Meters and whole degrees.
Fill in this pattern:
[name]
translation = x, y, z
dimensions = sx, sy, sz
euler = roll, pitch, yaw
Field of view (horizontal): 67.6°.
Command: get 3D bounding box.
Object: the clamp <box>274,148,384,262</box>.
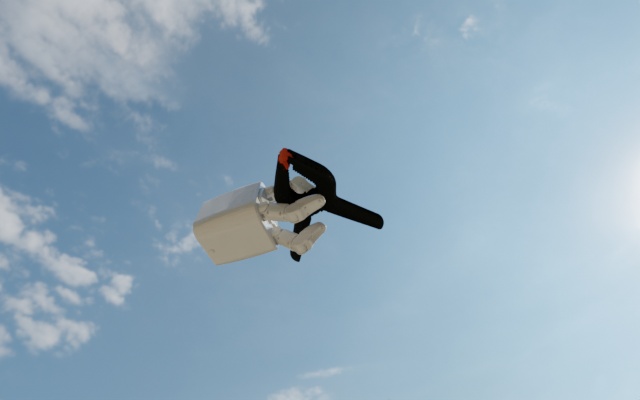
[clamp]
translation = 0.000, 0.002, 0.729
dimensions = 0.164, 0.210, 0.036
euler = -18, 40, 6
